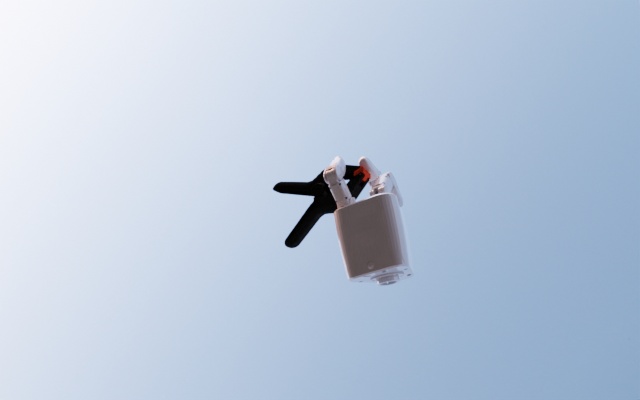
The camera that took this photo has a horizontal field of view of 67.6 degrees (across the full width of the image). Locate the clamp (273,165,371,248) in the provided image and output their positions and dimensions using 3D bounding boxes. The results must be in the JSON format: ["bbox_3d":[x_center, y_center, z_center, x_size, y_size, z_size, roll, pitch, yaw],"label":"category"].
[{"bbox_3d":[0.001,0.002,0.750,0.171,0.120,0.039,-21,-23,27],"label":"clamp"}]
